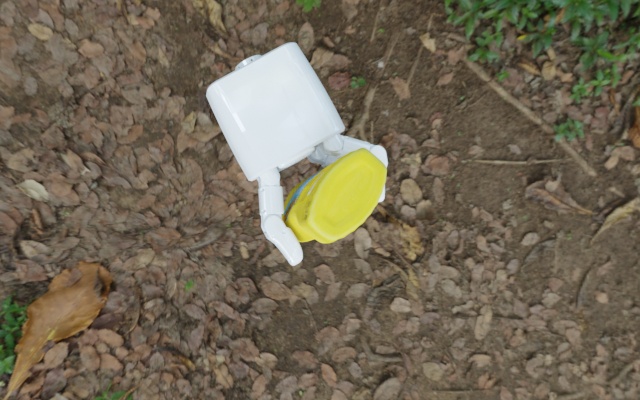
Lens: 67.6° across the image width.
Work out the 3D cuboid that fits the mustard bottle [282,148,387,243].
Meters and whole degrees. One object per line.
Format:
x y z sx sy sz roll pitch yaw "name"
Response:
0.000 0.002 0.527 0.058 0.096 0.191 38 -14 -10 "mustard bottle"
